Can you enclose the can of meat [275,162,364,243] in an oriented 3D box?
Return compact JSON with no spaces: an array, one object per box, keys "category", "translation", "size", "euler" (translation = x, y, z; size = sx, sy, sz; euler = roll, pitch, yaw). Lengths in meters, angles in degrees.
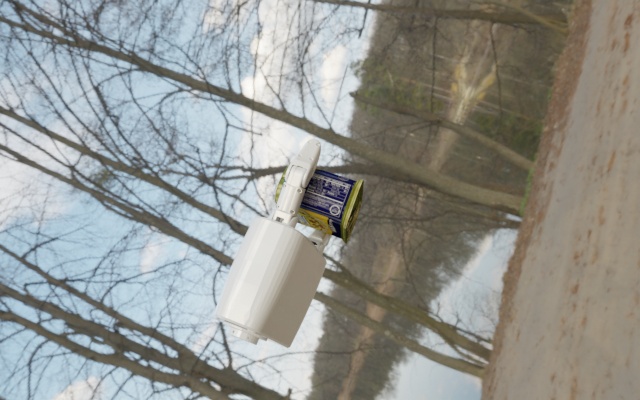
[{"category":"can of meat","translation":[0.000,0.002,0.544],"size":[0.084,0.057,0.102],"euler":[19,-16,9]}]
